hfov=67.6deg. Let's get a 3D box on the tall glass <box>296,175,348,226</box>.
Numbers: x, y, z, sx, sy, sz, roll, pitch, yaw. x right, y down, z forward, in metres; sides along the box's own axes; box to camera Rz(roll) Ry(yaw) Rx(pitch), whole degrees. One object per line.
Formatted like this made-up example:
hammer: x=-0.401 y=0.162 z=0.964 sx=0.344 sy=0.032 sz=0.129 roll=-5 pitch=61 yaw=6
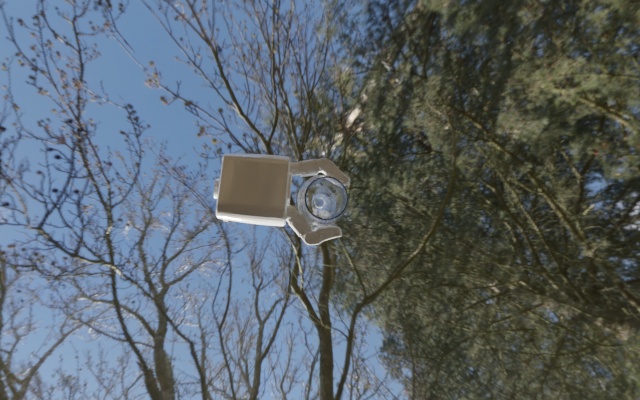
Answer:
tall glass: x=0.000 y=0.002 z=0.769 sx=0.079 sy=0.079 sz=0.201 roll=0 pitch=-3 yaw=-5
